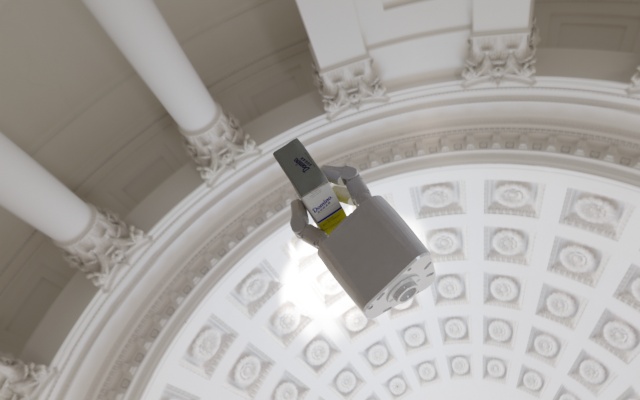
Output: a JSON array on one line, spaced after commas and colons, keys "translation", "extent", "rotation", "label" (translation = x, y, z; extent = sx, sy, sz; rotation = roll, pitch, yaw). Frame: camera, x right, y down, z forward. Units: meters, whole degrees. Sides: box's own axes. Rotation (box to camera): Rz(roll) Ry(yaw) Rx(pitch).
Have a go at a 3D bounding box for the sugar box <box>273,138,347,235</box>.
[{"translation": [0.001, 0.002, 0.666], "extent": [0.048, 0.093, 0.176], "rotation": [-32, -37, -4], "label": "sugar box"}]
